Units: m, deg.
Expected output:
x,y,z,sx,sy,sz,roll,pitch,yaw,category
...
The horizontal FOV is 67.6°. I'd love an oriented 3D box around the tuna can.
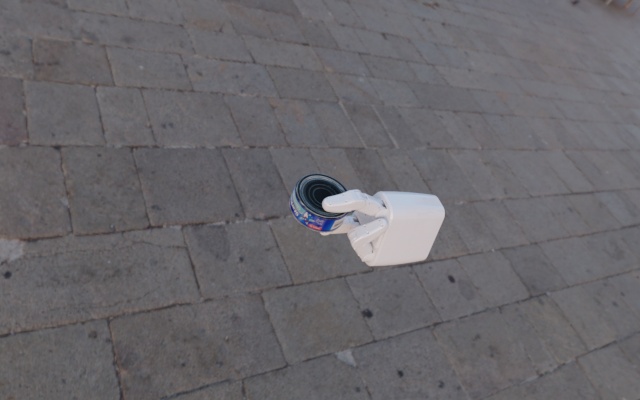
x,y,z,sx,sy,sz,roll,pitch,yaw,category
0.000,0.002,0.687,0.086,0.086,0.034,0,-39,-24,tuna can
